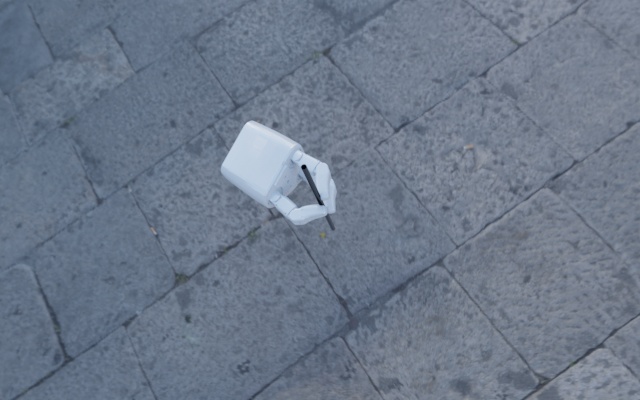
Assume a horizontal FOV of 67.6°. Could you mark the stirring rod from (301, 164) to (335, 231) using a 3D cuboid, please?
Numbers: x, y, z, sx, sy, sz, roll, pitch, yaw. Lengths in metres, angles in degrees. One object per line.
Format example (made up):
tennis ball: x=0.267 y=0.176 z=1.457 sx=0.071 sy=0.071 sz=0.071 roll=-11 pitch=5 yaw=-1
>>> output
stirring rod: x=0.000 y=0.003 z=0.752 sx=0.011 sy=0.011 sz=0.240 roll=0 pitch=-23 yaw=12
